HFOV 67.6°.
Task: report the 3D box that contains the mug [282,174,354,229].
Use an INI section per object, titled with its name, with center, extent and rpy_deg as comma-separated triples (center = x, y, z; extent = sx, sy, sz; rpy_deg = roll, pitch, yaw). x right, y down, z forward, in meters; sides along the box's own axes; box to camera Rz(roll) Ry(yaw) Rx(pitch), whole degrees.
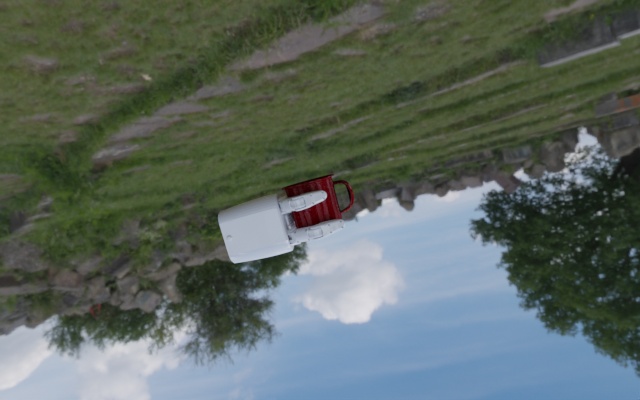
[mug]
center = 0.002, 0.003, 0.817
extent = 0.117, 0.081, 0.093
rpy_deg = -15, 5, 7
